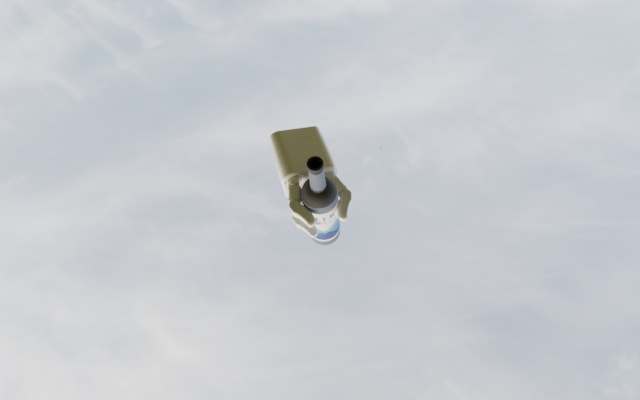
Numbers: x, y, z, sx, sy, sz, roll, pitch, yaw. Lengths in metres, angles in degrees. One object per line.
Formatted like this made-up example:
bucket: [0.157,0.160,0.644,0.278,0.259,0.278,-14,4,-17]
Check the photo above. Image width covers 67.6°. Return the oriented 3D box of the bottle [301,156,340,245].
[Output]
bottle: [0.000,0.003,0.892,0.069,0.069,0.296,0,-25,4]
